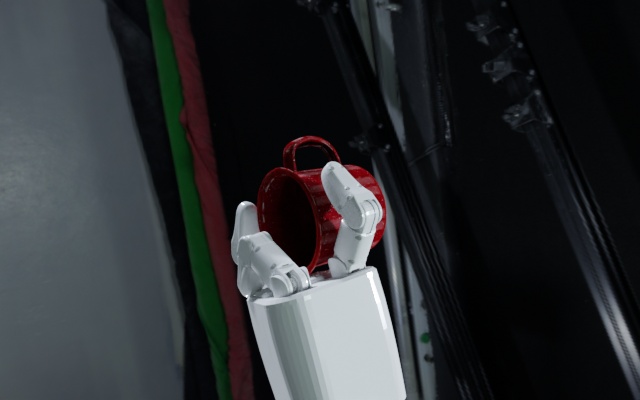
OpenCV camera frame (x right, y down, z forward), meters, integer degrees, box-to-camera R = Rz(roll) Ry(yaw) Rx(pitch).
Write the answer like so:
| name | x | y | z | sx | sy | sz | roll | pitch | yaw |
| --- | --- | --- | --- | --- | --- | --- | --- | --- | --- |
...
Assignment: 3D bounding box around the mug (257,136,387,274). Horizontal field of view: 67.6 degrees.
| name | x | y | z | sx | sy | sz | roll | pitch | yaw |
| --- | --- | --- | --- | --- | --- | --- | --- | --- | --- |
| mug | 0.000 | 0.000 | 0.419 | 0.081 | 0.117 | 0.093 | -11 | -3 | -37 |
